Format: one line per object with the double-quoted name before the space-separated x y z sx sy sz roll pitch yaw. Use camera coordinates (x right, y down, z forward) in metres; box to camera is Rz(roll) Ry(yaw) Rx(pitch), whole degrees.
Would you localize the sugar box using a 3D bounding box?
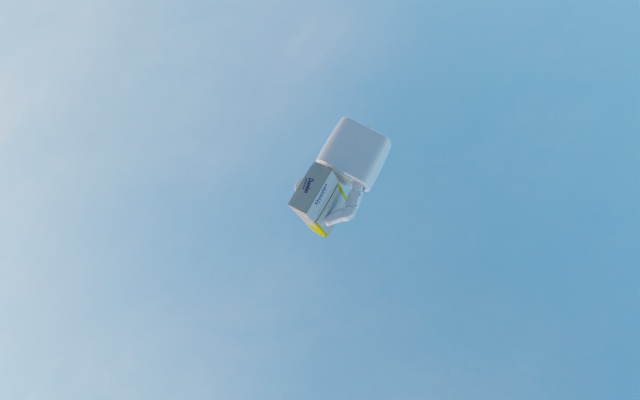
"sugar box" 0.000 0.003 0.898 0.048 0.093 0.176 27 -11 22
